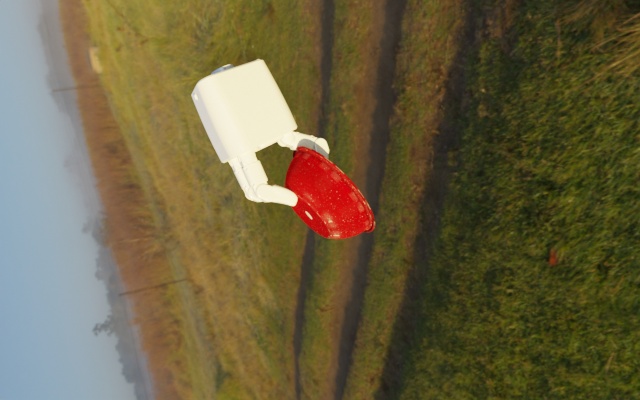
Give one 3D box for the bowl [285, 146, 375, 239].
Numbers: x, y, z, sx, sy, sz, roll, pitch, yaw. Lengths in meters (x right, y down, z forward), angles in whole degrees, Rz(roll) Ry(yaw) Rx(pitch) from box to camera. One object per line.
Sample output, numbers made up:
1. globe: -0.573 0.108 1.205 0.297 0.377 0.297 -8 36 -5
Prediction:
1. bowl: 0.001 0.003 0.679 0.055 0.162 0.162 -44 15 -16
